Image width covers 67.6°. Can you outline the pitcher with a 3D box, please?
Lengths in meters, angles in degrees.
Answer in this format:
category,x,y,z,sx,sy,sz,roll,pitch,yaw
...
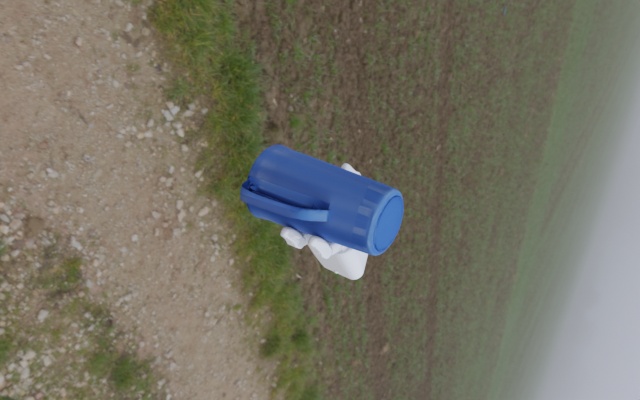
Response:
category,x,y,z,sx,sy,sz,roll,pitch,yaw
pitcher,0.000,0.003,0.772,0.243,0.149,0.145,20,-27,30
